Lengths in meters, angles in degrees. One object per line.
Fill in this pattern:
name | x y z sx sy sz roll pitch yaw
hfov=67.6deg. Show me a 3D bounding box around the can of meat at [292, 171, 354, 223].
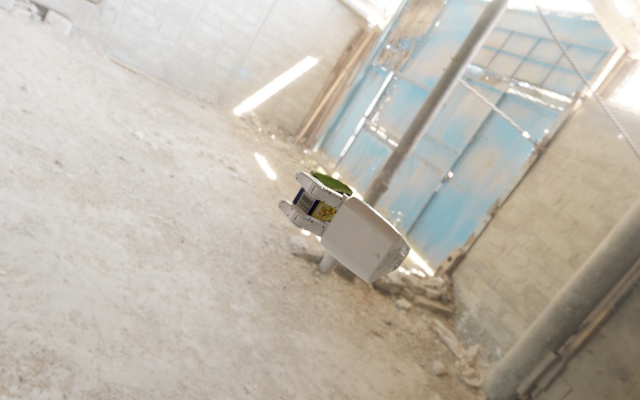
can of meat | 0.000 0.002 0.811 0.057 0.084 0.102 41 16 30
